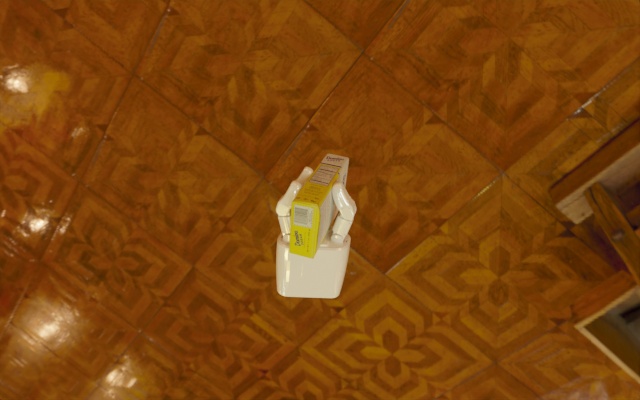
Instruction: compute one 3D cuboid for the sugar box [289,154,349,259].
[{"bbox_3d":[0.000,0.003,0.753,0.048,0.093,0.176,12,30,10],"label":"sugar box"}]
